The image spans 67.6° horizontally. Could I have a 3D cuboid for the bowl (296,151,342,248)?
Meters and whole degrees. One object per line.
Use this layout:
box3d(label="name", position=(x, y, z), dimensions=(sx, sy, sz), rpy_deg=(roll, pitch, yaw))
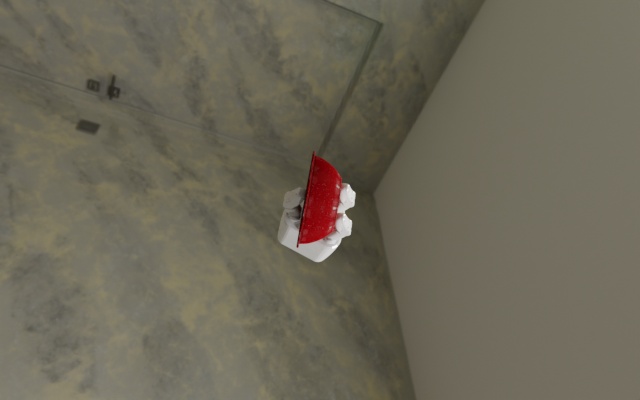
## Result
box3d(label="bowl", position=(0.001, 0.002, 0.784), dimensions=(0.055, 0.162, 0.162), rpy_deg=(10, 0, -2))
